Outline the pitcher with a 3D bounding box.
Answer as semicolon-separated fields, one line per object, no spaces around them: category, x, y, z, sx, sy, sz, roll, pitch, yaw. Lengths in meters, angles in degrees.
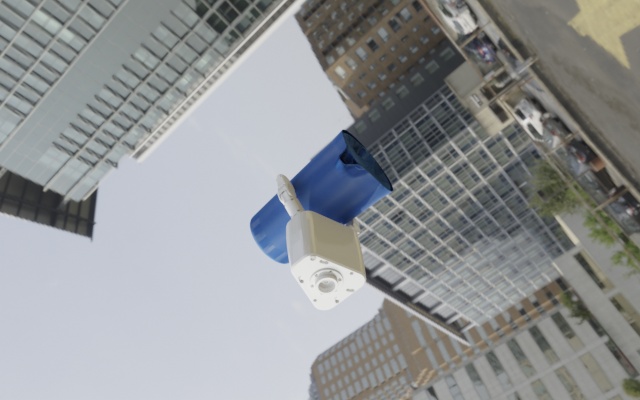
pitcher;0.000;0.003;0.840;0.149;0.243;0.145;41;20;-28
